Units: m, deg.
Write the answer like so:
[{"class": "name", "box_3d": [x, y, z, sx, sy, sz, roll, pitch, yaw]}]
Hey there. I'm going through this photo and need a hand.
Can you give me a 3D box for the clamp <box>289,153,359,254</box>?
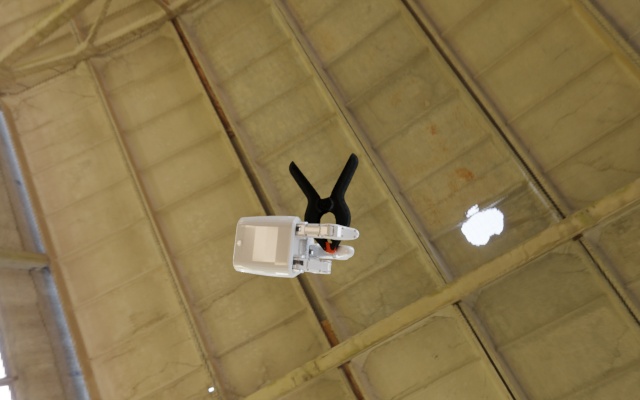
[{"class": "clamp", "box_3d": [0.000, 0.003, 0.809, 0.120, 0.171, 0.039, 1, -11, 19]}]
